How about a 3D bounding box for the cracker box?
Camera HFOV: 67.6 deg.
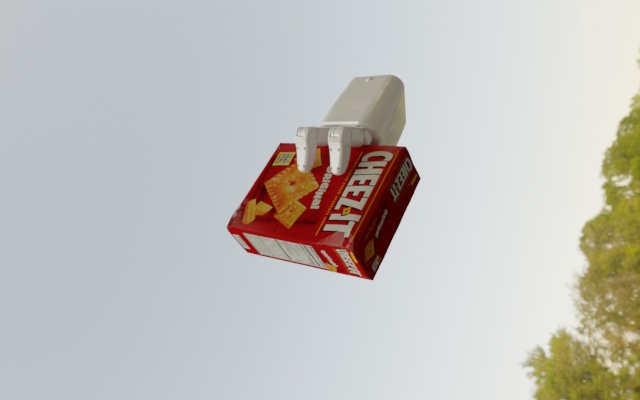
[{"bbox_3d":[0.000,0.002,0.635,0.213,0.164,0.072,6,-35,38],"label":"cracker box"}]
